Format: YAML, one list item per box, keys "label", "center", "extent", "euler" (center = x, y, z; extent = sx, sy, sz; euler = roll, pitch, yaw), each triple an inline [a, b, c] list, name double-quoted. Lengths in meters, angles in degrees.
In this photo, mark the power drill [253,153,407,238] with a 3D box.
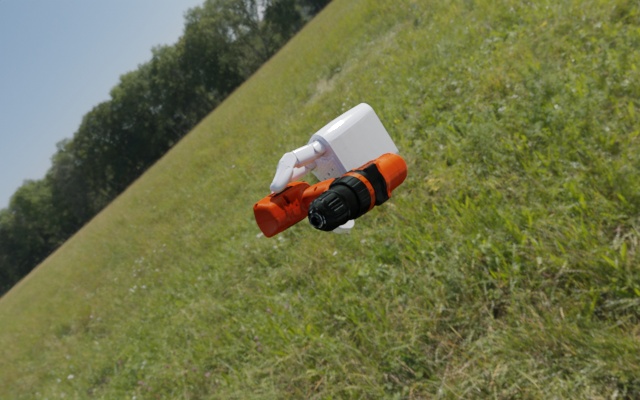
- label: "power drill"
  center: [0.000, 0.002, 0.618]
  extent: [0.187, 0.057, 0.184]
  euler: [-13, 11, 42]
